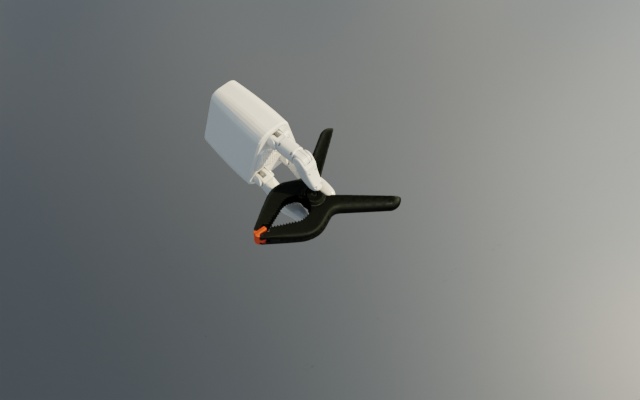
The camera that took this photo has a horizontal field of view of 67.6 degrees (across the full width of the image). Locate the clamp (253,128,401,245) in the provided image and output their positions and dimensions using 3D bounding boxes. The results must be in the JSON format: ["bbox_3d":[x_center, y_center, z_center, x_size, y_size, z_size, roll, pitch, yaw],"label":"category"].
[{"bbox_3d":[0.000,0.002,0.673,0.210,0.164,0.036,-41,-18,-24],"label":"clamp"}]
